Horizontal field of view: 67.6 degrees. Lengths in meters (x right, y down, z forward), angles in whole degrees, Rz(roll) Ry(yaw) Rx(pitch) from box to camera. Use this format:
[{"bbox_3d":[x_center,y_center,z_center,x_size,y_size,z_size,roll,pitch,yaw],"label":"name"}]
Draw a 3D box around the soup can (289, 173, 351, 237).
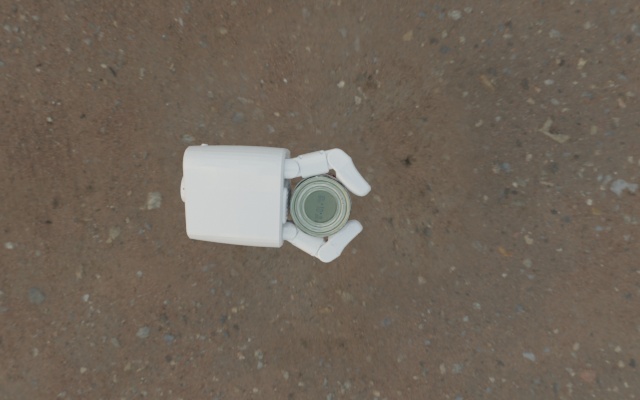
[{"bbox_3d":[0.001,0.002,0.552,0.068,0.068,0.102,0,5,0],"label":"soup can"}]
